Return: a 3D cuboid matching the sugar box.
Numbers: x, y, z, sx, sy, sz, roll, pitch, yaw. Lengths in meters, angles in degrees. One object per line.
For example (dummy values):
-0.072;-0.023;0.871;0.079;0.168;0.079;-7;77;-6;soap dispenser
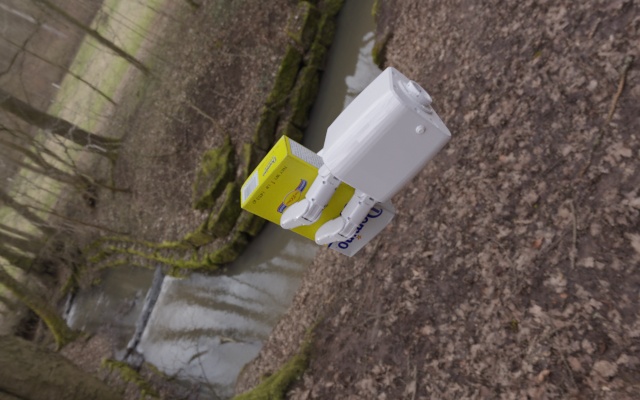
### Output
0.000;0.002;0.586;0.176;0.093;0.048;28;31;-29;sugar box
